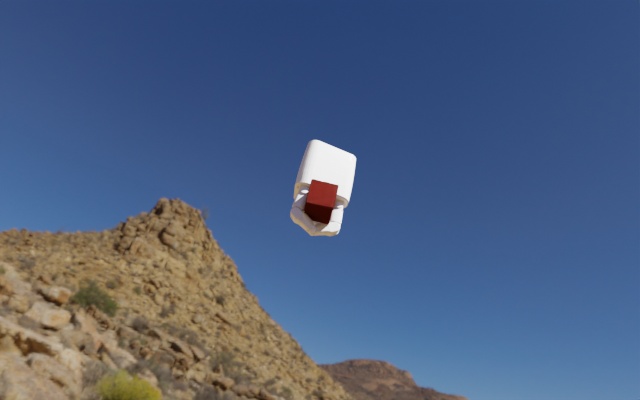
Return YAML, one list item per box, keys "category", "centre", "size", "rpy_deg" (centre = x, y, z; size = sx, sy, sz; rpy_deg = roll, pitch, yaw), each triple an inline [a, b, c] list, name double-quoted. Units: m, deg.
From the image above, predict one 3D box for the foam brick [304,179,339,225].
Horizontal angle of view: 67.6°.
- category: "foam brick"
  centre: [0.000, 0.003, 0.894]
  size: [0.053, 0.051, 0.078]
  rpy_deg: [14, -25, 1]
